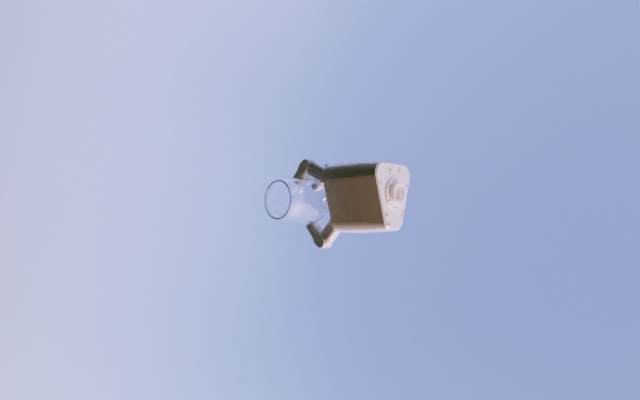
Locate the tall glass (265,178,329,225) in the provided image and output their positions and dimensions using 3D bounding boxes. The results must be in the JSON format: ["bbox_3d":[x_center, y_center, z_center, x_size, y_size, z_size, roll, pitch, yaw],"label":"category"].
[{"bbox_3d":[0.000,0.003,0.817,0.079,0.079,0.201,0,-2,43],"label":"tall glass"}]
